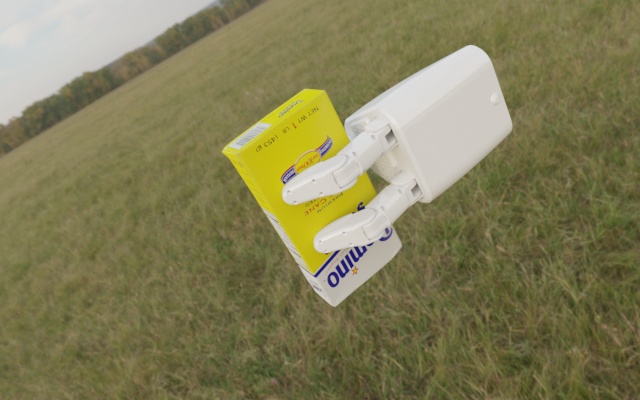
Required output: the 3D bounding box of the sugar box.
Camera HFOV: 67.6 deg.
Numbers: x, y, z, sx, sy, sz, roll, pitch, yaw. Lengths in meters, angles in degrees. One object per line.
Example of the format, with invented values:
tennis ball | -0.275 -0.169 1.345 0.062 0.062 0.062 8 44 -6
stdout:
sugar box | 0.000 0.001 0.426 0.093 0.176 0.048 -38 26 -14
